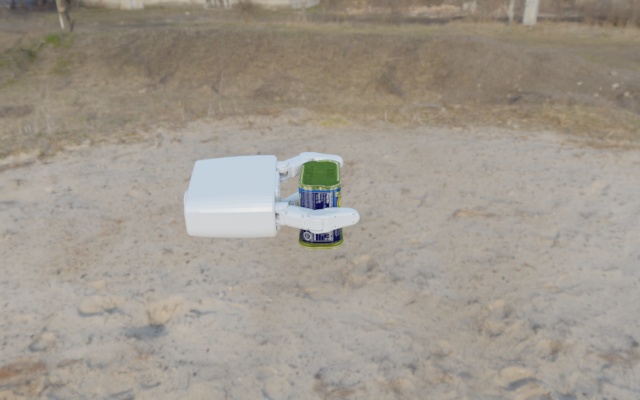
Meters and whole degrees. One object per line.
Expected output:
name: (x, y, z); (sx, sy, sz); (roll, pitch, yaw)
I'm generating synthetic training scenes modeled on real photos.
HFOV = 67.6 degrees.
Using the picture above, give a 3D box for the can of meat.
can of meat: (0.000, 0.002, 0.612); (0.057, 0.084, 0.102); (-1, 24, 1)
